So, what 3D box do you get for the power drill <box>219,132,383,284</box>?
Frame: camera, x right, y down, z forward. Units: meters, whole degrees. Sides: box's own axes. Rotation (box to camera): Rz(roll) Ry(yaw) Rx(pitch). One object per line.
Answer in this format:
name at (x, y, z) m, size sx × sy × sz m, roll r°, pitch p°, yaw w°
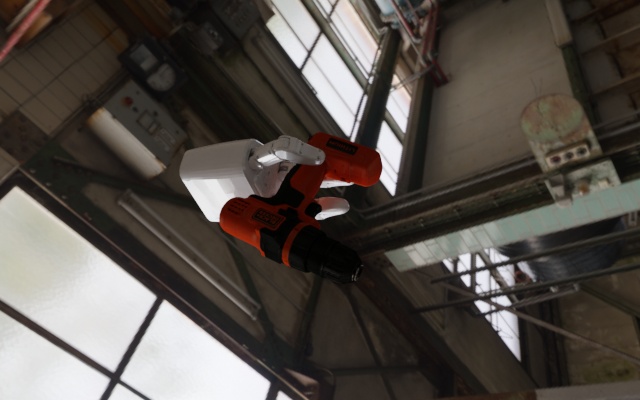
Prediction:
power drill at (0.000, 0.002, 0.574) m, size 0.184 × 0.057 × 0.187 m, roll 23°, pitch 50°, yaw 23°
